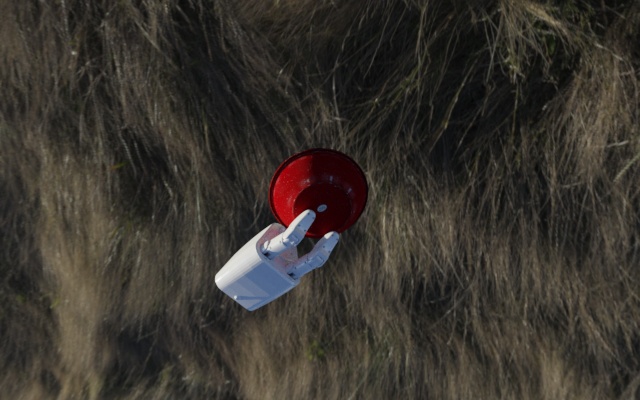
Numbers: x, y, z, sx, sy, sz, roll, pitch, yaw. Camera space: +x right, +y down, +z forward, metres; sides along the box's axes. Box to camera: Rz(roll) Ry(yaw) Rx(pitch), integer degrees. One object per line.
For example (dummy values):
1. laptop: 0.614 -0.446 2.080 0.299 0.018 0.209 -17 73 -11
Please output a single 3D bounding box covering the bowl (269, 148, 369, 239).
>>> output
1. bowl: 0.001 0.002 0.748 0.162 0.162 0.055 0 26 -6
